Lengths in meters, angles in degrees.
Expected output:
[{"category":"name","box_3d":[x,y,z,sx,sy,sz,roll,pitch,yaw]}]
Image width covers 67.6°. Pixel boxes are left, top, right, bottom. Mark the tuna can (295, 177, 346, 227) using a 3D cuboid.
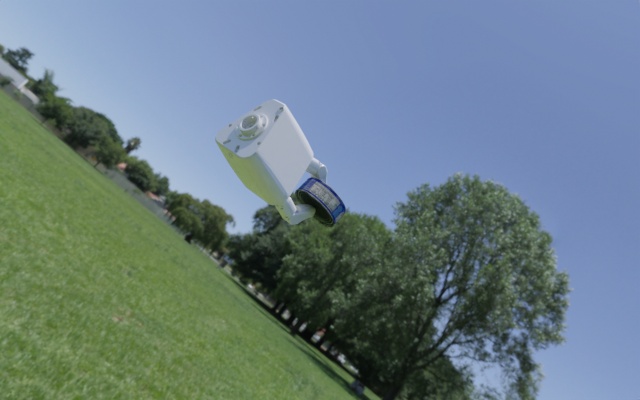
[{"category":"tuna can","box_3d":[0.001,0.002,0.790,0.033,0.086,0.086,-46,18,-18]}]
